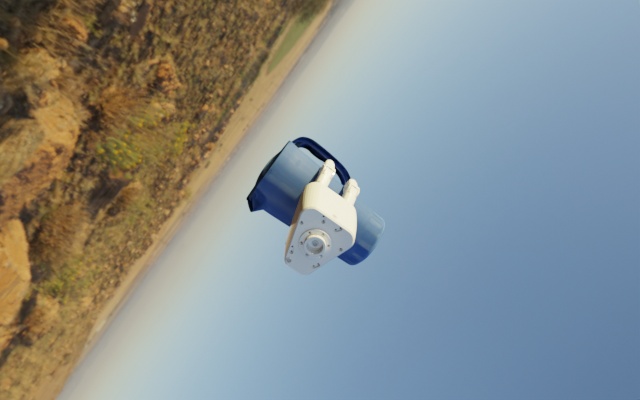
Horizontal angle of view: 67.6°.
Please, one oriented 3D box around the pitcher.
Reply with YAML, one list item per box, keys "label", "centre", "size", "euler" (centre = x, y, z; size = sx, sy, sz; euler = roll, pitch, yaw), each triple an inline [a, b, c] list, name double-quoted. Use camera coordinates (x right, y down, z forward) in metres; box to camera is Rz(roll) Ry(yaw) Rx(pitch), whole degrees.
- label: "pitcher"
  centre: [0.000, 0.003, 0.883]
  size: [0.243, 0.149, 0.145]
  euler: [36, 16, -10]
